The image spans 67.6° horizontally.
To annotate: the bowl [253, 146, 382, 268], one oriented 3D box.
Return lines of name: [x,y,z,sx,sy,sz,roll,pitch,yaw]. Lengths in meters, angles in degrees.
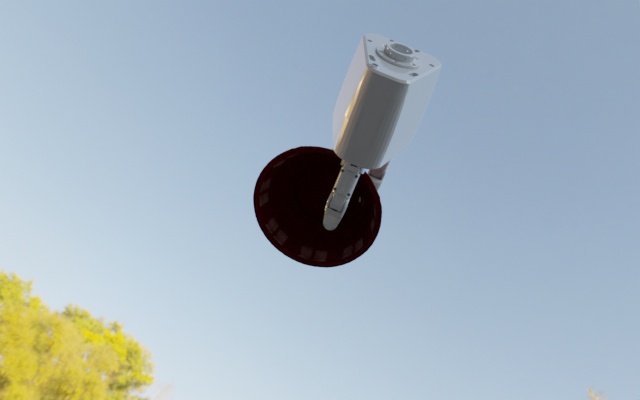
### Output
bowl: [-0.001,0.003,0.603,0.162,0.162,0.055,0,23,15]
